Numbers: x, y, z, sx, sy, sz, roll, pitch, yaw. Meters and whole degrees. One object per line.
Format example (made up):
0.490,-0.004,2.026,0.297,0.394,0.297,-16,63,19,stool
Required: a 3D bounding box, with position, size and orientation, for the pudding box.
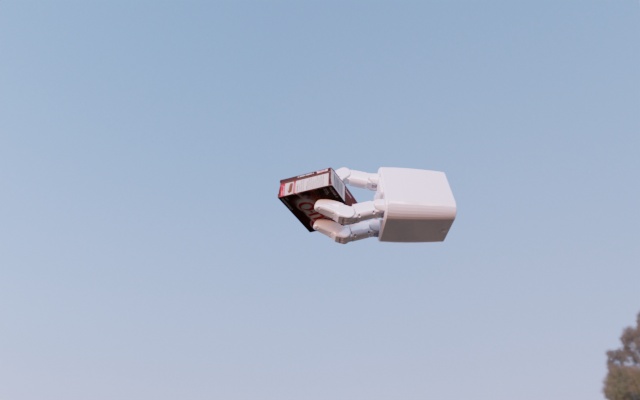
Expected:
0.000,0.002,0.737,0.090,0.039,0.114,-14,-40,22,pudding box
